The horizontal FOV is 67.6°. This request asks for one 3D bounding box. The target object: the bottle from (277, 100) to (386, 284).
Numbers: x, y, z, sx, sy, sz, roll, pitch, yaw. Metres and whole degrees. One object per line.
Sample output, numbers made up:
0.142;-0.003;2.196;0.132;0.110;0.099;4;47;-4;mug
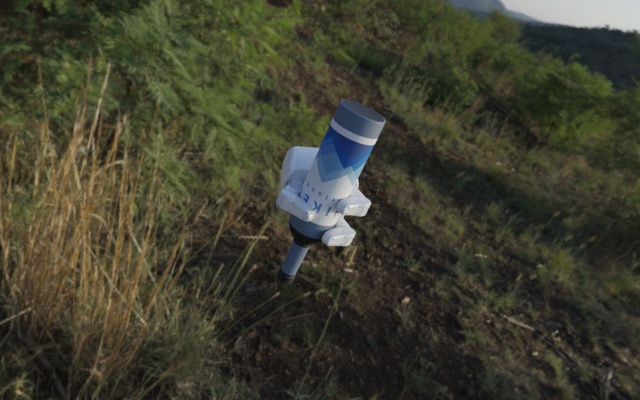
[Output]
0.000;0.002;0.695;0.069;0.296;0.069;20;25;-10;bottle
